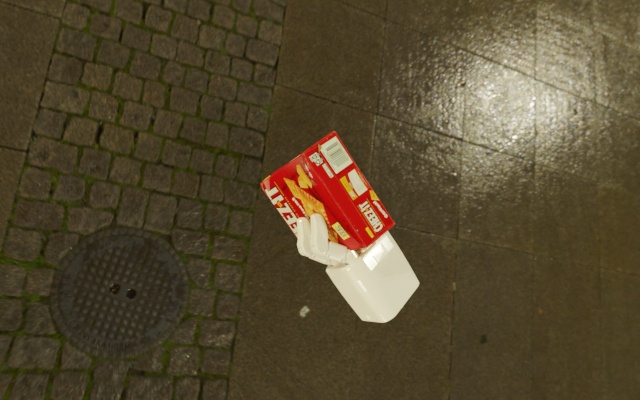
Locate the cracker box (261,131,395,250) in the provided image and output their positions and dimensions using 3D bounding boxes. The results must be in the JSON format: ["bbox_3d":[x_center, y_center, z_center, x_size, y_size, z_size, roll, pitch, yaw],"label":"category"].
[{"bbox_3d":[0.000,0.002,0.764,0.072,0.164,0.214,-36,6,-25],"label":"cracker box"}]
